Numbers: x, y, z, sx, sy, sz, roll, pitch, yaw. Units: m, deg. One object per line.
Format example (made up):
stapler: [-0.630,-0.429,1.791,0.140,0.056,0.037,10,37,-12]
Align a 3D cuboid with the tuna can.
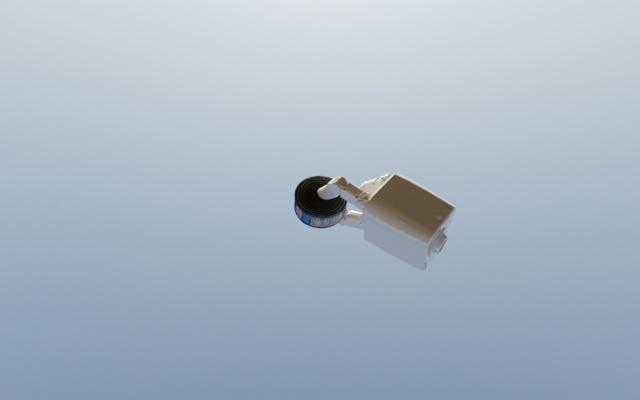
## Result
tuna can: [0.000,0.003,0.765,0.086,0.086,0.034,0,-40,-6]
